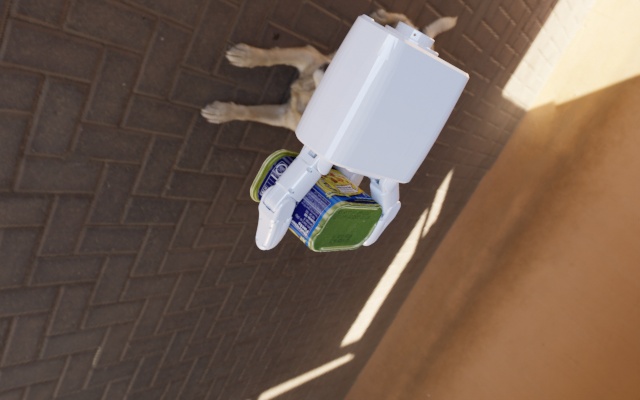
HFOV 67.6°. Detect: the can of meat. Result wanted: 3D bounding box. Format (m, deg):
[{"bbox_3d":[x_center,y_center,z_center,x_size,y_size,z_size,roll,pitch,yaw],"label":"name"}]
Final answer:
[{"bbox_3d":[0.000,0.002,0.448,0.084,0.057,0.102,41,20,28],"label":"can of meat"}]
